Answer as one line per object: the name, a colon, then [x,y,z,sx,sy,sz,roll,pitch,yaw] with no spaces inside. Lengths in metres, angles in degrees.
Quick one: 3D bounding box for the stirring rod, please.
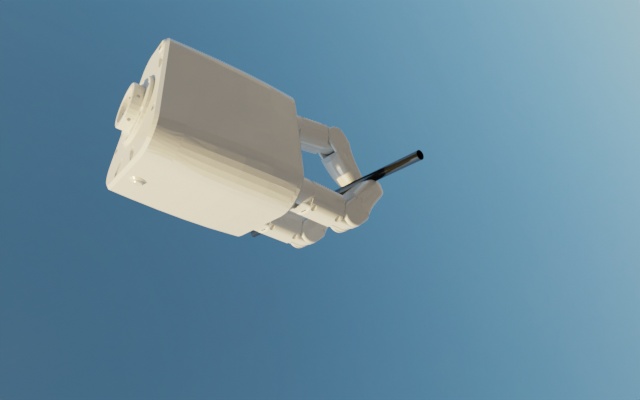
stirring rod: [0.000,0.001,0.444,0.011,0.011,0.239,0,-17,-40]
